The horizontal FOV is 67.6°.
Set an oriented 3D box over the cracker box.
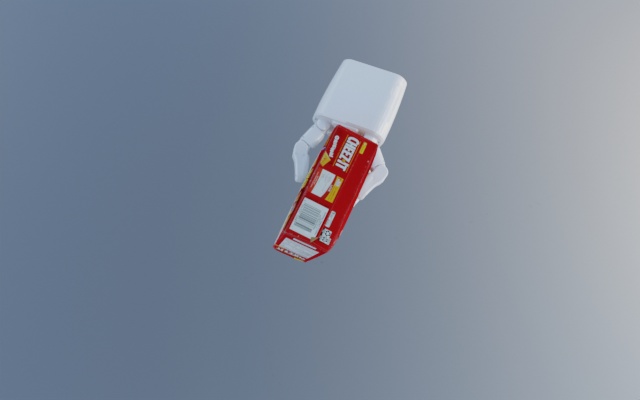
[{"bbox_3d":[0.000,0.002,0.710,0.072,0.164,0.214,26,-14,-3],"label":"cracker box"}]
